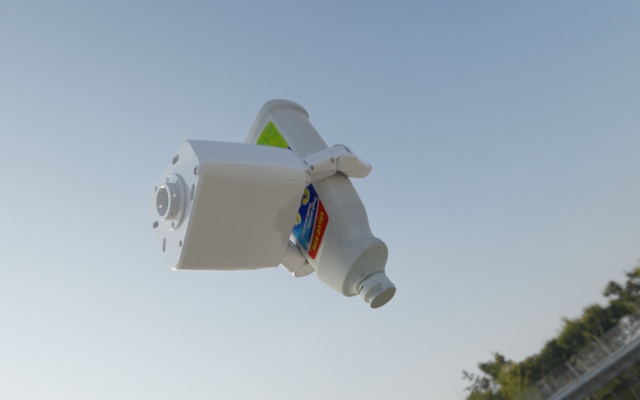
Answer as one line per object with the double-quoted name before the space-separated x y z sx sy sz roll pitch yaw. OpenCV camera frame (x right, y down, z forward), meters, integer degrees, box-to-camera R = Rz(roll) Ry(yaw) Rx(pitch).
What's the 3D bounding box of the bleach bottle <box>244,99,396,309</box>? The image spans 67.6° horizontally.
"bleach bottle" 0.000 0.002 0.502 0.068 0.103 0.250 4 37 -42
